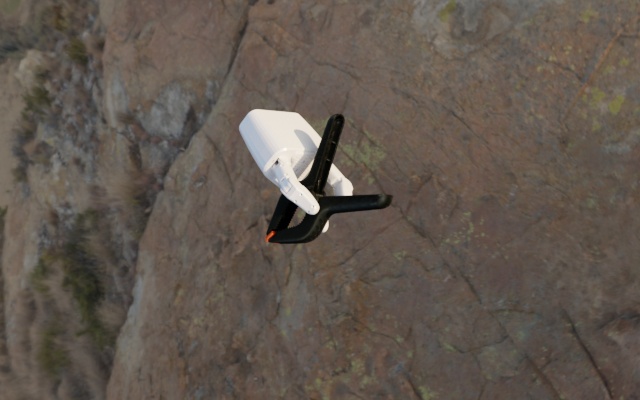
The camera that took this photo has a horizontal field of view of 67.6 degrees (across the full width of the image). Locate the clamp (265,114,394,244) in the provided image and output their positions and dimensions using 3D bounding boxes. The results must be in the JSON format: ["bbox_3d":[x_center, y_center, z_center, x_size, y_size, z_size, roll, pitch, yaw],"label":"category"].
[{"bbox_3d":[-0.001,0.002,0.675,0.036,0.210,0.164,16,32,-48],"label":"clamp"}]
